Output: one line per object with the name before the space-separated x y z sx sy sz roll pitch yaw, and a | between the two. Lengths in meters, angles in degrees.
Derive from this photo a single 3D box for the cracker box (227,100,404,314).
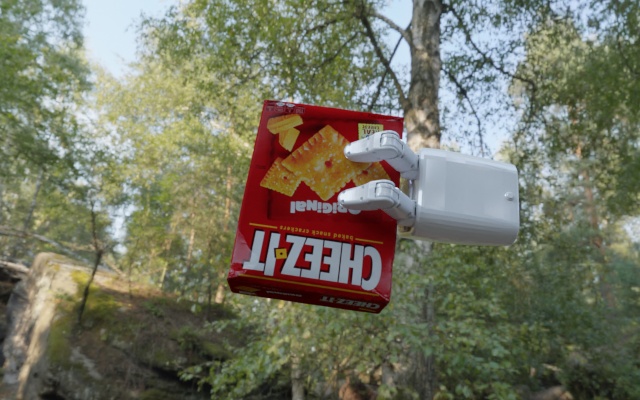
cracker box | 0.000 0.002 0.523 0.164 0.213 0.072 8 -23 0
